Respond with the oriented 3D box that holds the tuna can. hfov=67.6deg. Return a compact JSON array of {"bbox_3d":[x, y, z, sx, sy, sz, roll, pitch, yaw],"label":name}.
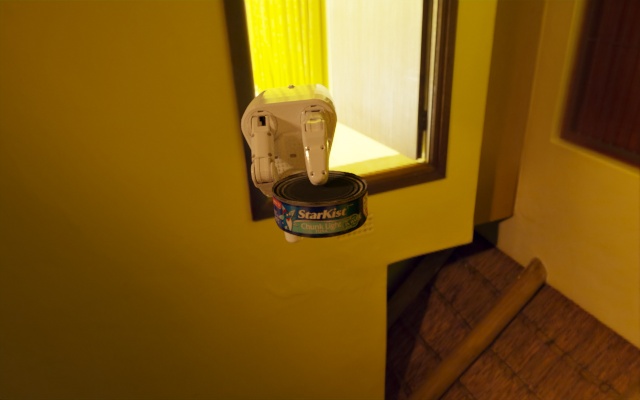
[{"bbox_3d":[0.000,0.002,0.430,0.086,0.034,0.086,-3,21,1],"label":"tuna can"}]
